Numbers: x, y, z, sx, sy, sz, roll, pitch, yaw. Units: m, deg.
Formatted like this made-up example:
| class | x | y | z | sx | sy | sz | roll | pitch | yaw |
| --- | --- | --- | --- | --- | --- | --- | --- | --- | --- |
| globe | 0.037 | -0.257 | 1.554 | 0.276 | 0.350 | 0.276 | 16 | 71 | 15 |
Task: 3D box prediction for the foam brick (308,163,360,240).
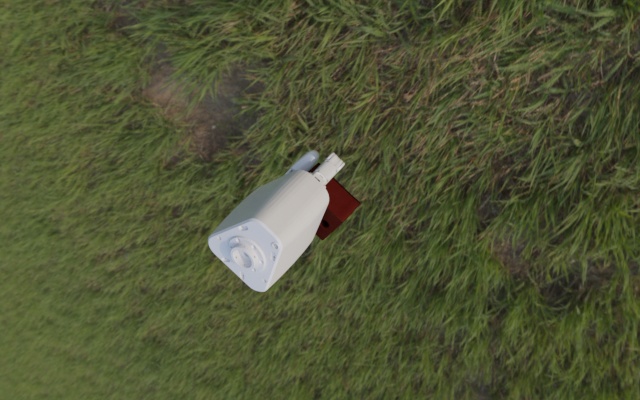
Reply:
| class | x | y | z | sx | sy | sz | roll | pitch | yaw |
| --- | --- | --- | --- | --- | --- | --- | --- | --- | --- |
| foam brick | 0.000 | 0.002 | 0.621 | 0.053 | 0.078 | 0.051 | -45 | 3 | 44 |
